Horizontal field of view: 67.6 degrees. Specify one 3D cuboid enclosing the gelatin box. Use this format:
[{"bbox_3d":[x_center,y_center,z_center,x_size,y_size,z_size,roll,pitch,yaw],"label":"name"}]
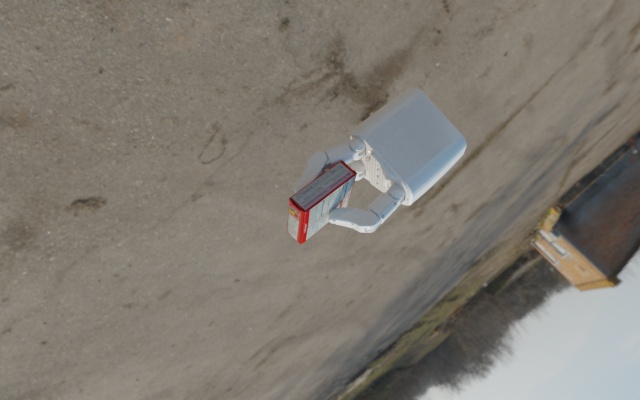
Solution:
[{"bbox_3d":[0.000,0.002,0.578,0.089,0.030,0.073,-38,-22,-27],"label":"gelatin box"}]
